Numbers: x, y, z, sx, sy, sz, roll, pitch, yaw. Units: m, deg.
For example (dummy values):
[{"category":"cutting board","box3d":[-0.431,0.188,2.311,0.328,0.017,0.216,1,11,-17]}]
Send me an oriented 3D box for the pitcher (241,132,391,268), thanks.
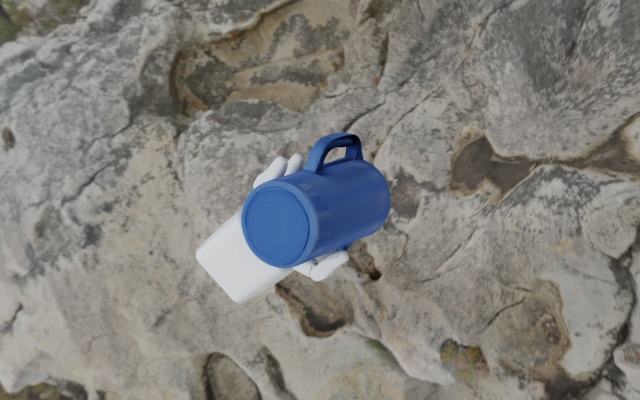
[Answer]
[{"category":"pitcher","box3d":[0.000,0.002,0.664,0.145,0.149,0.243,-37,-8,26]}]
